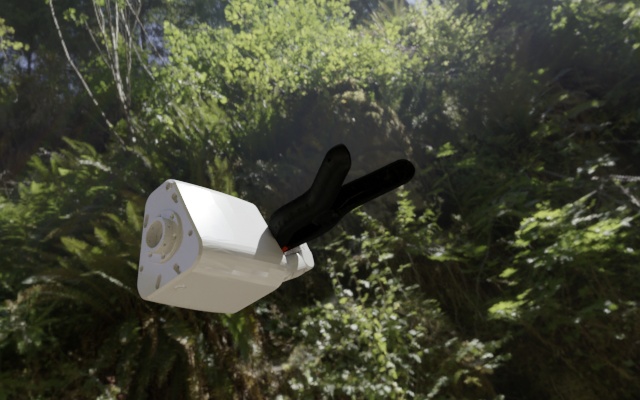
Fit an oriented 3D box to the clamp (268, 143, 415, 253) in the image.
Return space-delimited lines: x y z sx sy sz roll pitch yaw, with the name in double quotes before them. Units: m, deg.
"clamp" 0.000 0.001 0.468 0.171 0.039 0.120 -36 -32 23
